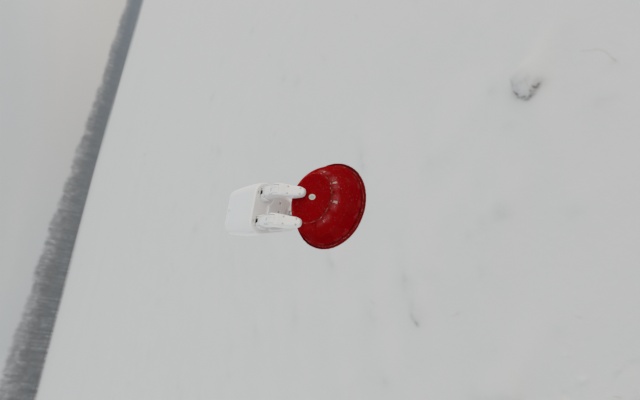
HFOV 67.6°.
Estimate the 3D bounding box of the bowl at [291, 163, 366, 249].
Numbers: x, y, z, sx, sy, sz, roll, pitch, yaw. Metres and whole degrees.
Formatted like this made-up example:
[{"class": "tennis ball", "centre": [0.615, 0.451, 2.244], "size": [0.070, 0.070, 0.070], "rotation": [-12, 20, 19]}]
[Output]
[{"class": "bowl", "centre": [0.001, 0.002, 0.846], "size": [0.162, 0.162, 0.055], "rotation": [0, -16, 40]}]
